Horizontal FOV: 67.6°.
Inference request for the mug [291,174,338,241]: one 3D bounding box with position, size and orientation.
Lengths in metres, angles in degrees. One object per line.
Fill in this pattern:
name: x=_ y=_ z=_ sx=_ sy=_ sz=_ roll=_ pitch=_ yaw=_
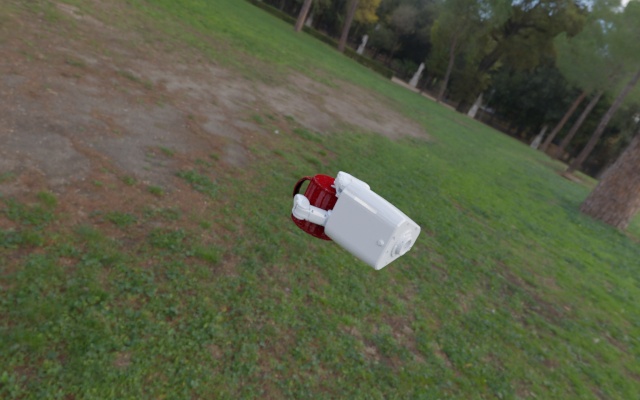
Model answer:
mug: x=-0.001 y=0.002 z=0.816 sx=0.117 sy=0.081 sz=0.093 roll=38 pitch=23 yaw=30
